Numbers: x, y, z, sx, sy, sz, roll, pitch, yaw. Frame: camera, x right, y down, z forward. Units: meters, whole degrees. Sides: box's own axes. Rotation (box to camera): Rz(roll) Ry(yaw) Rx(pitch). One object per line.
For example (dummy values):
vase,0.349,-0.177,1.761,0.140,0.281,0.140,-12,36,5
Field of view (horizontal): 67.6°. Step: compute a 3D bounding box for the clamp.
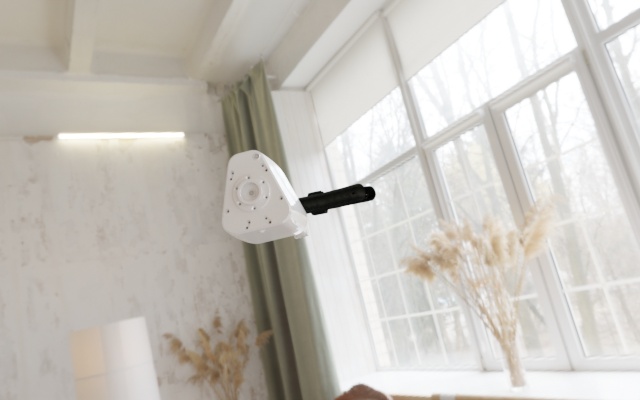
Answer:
clamp,0.000,0.002,0.723,0.171,0.039,0.120,-14,-9,5
